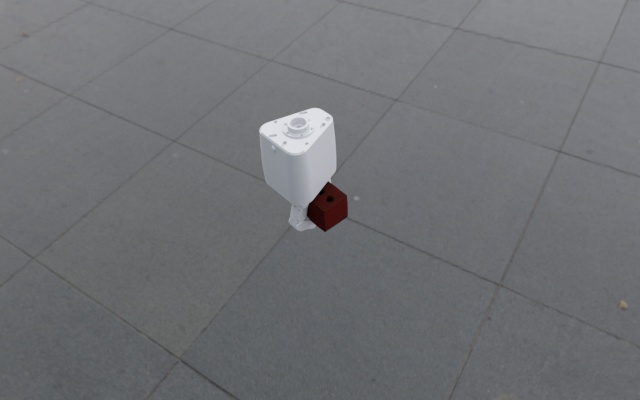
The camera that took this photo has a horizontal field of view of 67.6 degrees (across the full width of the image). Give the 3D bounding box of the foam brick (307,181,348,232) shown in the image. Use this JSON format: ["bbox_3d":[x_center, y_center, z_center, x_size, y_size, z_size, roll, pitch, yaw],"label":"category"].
[{"bbox_3d":[0.000,0.003,0.784,0.053,0.051,0.078,-35,55,-27],"label":"foam brick"}]
